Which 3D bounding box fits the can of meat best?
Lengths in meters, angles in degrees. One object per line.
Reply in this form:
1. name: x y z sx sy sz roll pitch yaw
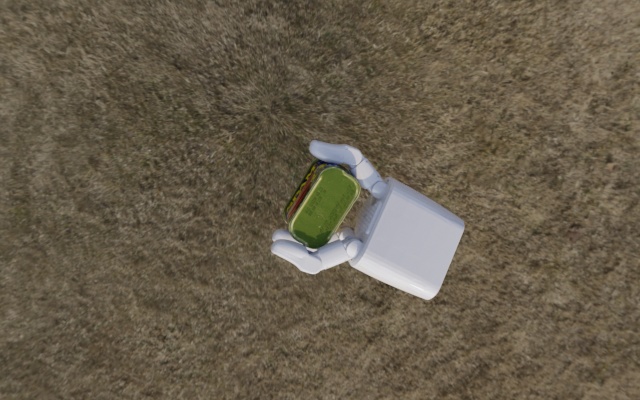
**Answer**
1. can of meat: 0.000 0.002 0.570 0.057 0.102 0.084 31 6 -11
